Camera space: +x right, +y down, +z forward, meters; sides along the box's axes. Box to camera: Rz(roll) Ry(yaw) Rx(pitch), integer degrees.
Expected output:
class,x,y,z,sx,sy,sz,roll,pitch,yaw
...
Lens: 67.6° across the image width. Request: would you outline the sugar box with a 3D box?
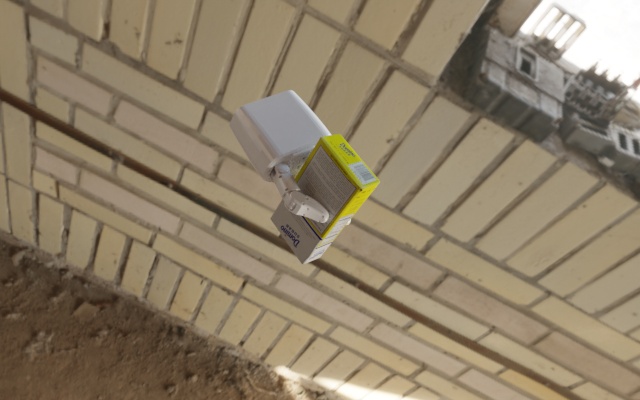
class,x,y,z,sx,sy,sz,roll,pitch,yaw
sugar box,0.000,0.002,0.672,0.048,0.093,0.176,-18,-26,-42
